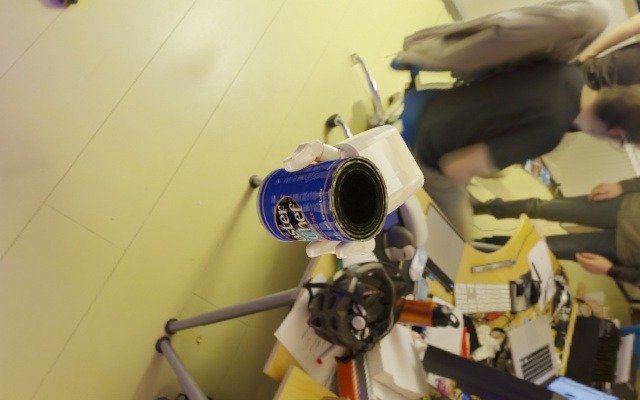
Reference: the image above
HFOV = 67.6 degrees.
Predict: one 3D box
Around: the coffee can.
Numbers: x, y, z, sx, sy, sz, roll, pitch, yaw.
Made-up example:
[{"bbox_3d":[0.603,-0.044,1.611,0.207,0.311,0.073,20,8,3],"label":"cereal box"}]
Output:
[{"bbox_3d":[0.000,0.002,0.610,0.103,0.103,0.140,0,-3,-43],"label":"coffee can"}]
